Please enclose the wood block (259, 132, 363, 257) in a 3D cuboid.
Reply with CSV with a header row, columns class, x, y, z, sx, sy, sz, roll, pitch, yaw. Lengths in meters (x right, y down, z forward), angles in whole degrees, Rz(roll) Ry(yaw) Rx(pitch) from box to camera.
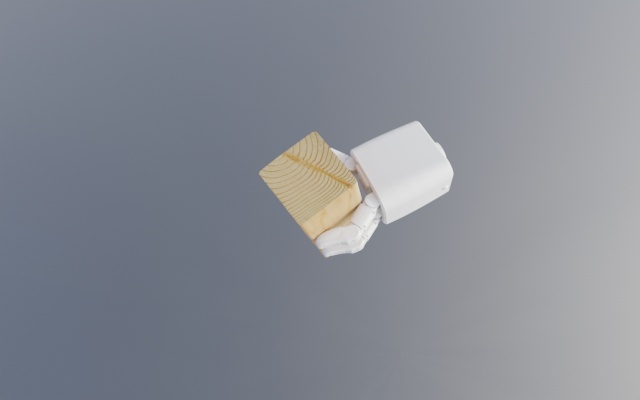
class,x,y,z,sx,sy,sz,roll,pitch,yaw
wood block,0.000,0.002,0.669,0.090,0.090,0.206,-37,-20,-3
